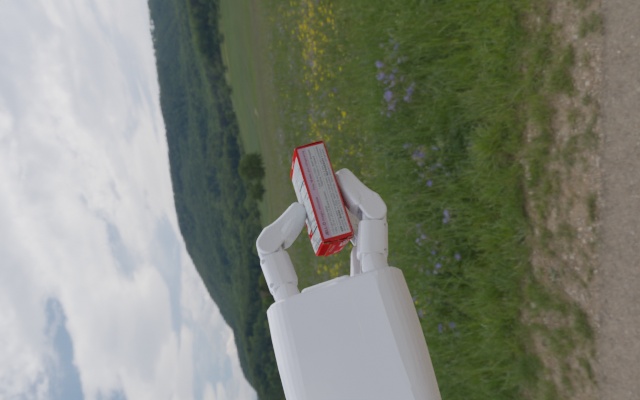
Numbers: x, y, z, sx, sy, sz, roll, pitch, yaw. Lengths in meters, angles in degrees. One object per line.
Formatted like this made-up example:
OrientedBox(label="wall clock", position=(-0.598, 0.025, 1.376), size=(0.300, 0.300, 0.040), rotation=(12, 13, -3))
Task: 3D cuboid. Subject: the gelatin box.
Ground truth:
OrientedBox(label="gelatin box", position=(0.000, 0.001, 0.429), size=(0.030, 0.089, 0.073), rotation=(-16, -13, -10))
